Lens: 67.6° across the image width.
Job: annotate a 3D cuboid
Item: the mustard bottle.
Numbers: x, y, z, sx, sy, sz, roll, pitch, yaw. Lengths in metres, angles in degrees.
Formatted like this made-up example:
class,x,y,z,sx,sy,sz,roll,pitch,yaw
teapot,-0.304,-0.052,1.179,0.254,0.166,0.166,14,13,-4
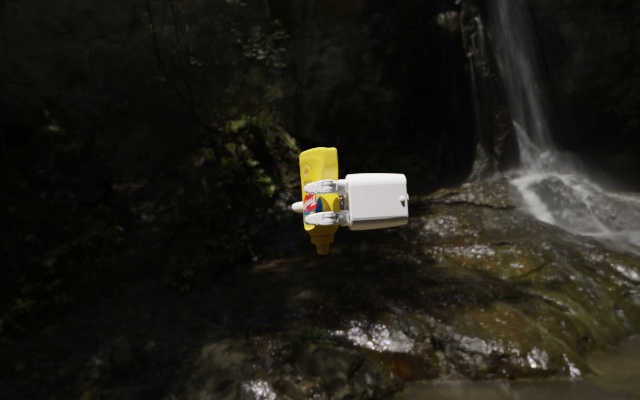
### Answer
class,x,y,z,sx,sy,sz,roll,pitch,yaw
mustard bottle,0.000,0.003,0.887,0.058,0.191,0.096,-2,-4,-30
